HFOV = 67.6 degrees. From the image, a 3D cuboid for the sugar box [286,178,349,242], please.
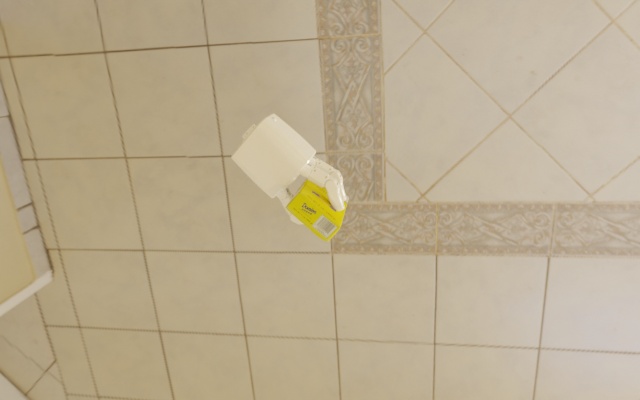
[{"bbox_3d":[0.000,0.002,0.872,0.093,0.048,0.176,41,20,-6],"label":"sugar box"}]
